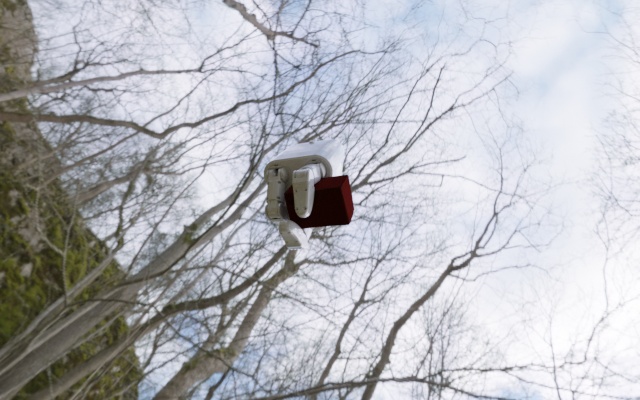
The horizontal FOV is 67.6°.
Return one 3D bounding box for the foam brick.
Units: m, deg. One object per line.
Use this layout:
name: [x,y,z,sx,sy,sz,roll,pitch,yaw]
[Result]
foam brick: [0.000,0.002,0.617,0.078,0.053,0.051,-6,19,17]
